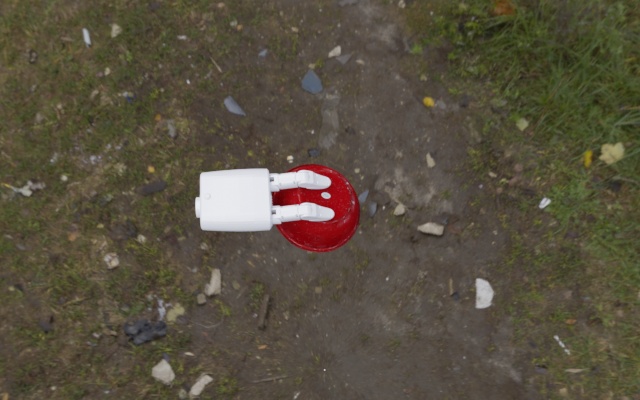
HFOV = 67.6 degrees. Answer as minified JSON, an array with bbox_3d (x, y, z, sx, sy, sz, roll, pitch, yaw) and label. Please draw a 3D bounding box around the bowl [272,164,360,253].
[{"bbox_3d":[0.001,0.002,0.800,0.162,0.162,0.055,0,-20,-18],"label":"bowl"}]
